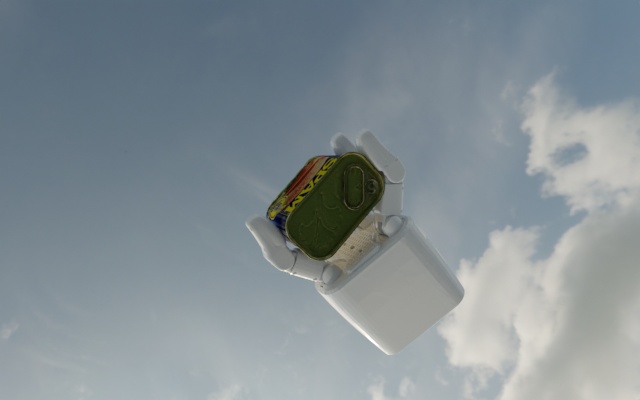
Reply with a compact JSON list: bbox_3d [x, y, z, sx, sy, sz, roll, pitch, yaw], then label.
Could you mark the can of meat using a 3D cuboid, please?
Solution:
[{"bbox_3d":[0.000,0.002,0.463,0.057,0.102,0.084,45,-11,-19],"label":"can of meat"}]
